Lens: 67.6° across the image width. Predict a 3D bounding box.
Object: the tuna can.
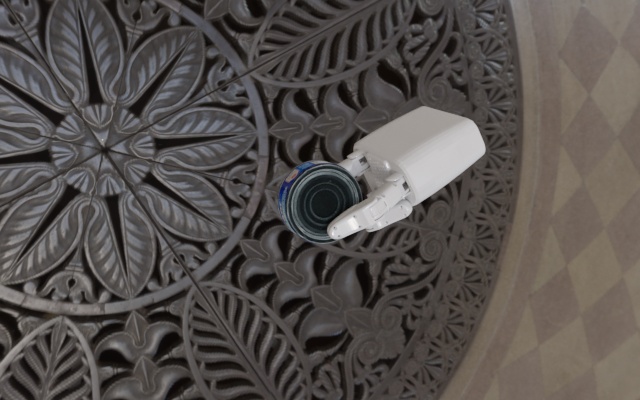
[{"bbox_3d":[0.000,0.002,0.500,0.086,0.086,0.033,0,10,-20],"label":"tuna can"}]
